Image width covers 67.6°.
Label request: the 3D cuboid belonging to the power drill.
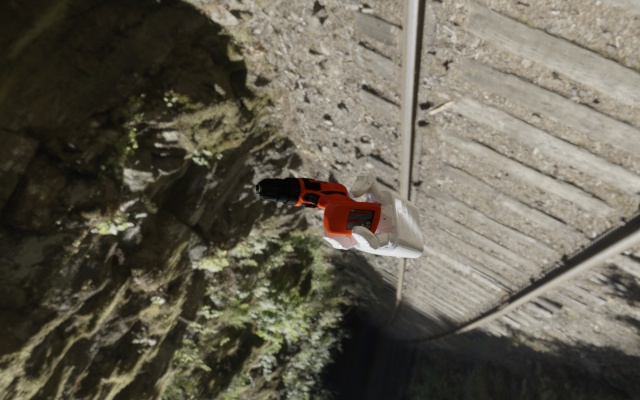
[{"bbox_3d":[0.001,0.003,0.824,0.184,0.057,0.187,2,16,-30],"label":"power drill"}]
